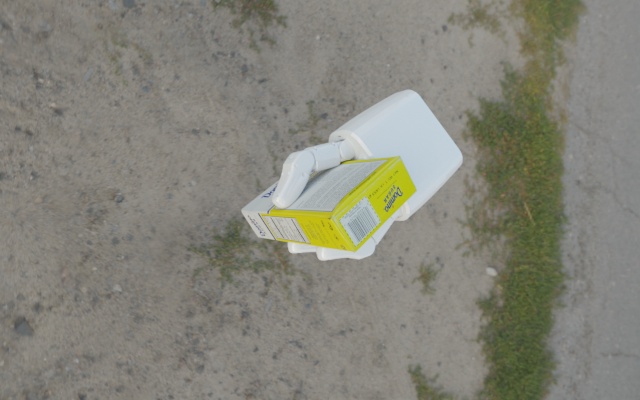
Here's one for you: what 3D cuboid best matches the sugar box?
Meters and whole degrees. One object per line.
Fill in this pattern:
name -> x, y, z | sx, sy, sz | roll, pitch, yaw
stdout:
sugar box -> 0.001, 0.002, 0.480 | 0.093, 0.048, 0.176 | -40, 19, -26
